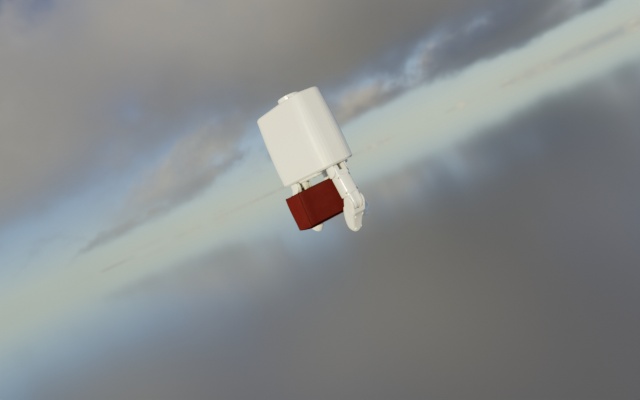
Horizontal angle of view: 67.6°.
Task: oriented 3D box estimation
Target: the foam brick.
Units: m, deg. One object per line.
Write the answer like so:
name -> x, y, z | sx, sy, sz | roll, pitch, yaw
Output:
foam brick -> 0.000, 0.002, 0.667 | 0.078, 0.051, 0.053 | -27, 3, -25
